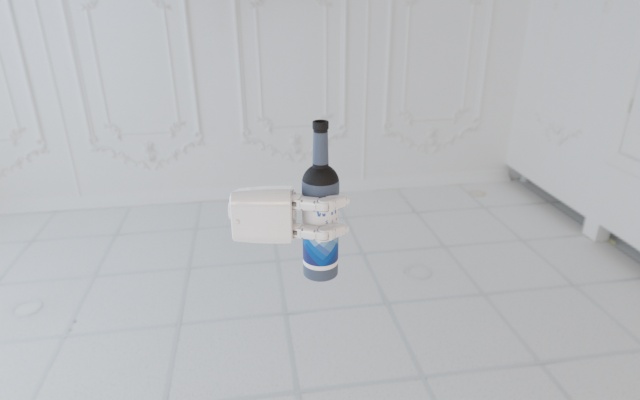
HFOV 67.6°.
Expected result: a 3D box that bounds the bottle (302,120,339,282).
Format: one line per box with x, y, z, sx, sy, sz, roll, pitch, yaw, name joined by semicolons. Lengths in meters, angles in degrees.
0.000;0.003;0.856;0.069;0.296;0.069;0;23;0;bottle
